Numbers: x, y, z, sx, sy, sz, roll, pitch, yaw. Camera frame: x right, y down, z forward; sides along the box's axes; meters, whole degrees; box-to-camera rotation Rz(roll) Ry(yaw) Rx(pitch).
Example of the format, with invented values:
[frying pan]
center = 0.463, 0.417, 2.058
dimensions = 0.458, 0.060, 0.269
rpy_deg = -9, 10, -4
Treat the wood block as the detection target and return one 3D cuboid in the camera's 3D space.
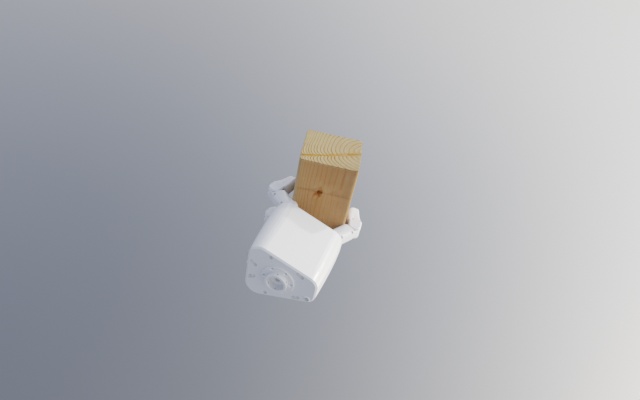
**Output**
[wood block]
center = 0.000, 0.003, 0.780
dimensions = 0.091, 0.206, 0.090
rpy_deg = 13, 38, -1
